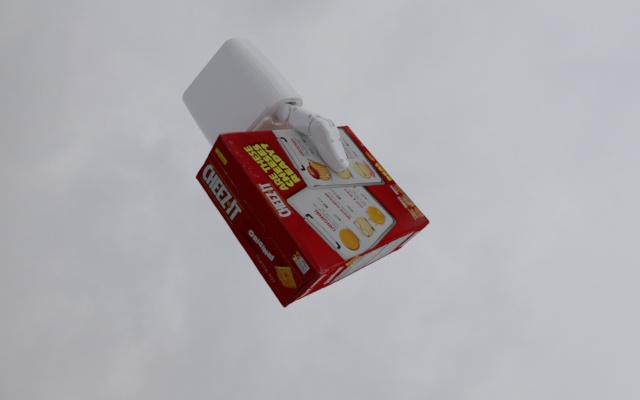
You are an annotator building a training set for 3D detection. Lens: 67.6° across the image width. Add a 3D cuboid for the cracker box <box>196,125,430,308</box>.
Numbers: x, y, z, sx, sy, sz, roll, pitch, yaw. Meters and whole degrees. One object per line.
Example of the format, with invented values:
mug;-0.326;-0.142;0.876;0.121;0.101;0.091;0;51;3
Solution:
cracker box;0.000;0.002;0.516;0.213;0.164;0.072;-16;-28;-51
